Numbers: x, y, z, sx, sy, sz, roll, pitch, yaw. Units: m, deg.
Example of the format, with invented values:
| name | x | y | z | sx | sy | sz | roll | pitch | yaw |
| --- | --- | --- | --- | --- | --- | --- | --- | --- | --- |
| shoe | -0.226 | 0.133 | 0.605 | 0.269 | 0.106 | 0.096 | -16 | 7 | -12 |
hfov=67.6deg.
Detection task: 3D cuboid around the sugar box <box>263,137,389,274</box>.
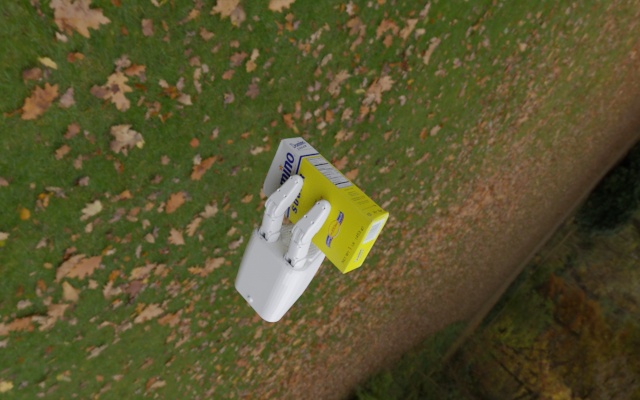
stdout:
| name | x | y | z | sx | sy | sz | roll | pitch | yaw |
| --- | --- | --- | --- | --- | --- | --- | --- | --- | --- |
| sugar box | 0.000 | 0.002 | 0.635 | 0.176 | 0.093 | 0.048 | 41 | 34 | 25 |
